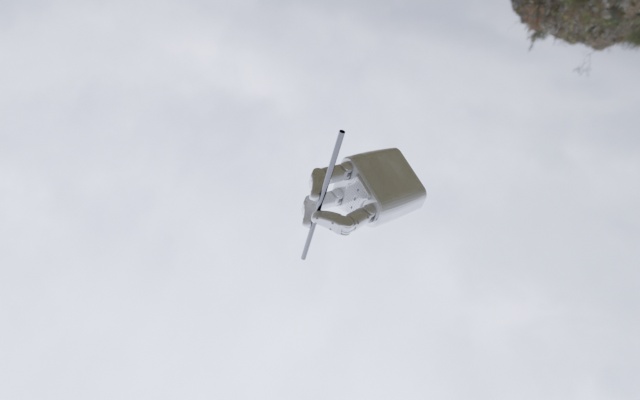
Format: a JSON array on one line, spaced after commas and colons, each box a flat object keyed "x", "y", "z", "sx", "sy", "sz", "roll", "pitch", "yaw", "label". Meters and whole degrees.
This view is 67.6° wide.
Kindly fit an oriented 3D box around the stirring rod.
[{"x": 0.000, "y": 0.002, "z": 0.672, "sx": 0.011, "sy": 0.240, "sz": 0.011, "roll": 10, "pitch": 40, "yaw": -9, "label": "stirring rod"}]
